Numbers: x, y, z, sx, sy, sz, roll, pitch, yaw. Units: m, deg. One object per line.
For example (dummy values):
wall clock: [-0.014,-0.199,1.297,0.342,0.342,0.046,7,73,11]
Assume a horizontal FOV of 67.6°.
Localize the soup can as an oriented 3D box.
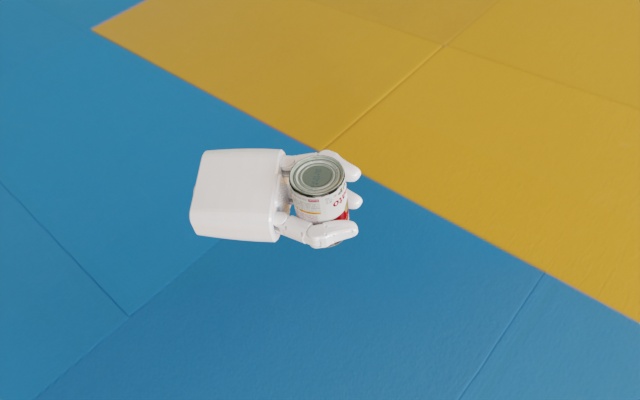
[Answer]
soup can: [0.001,0.002,0.590,0.068,0.068,0.102,0,-40,7]
